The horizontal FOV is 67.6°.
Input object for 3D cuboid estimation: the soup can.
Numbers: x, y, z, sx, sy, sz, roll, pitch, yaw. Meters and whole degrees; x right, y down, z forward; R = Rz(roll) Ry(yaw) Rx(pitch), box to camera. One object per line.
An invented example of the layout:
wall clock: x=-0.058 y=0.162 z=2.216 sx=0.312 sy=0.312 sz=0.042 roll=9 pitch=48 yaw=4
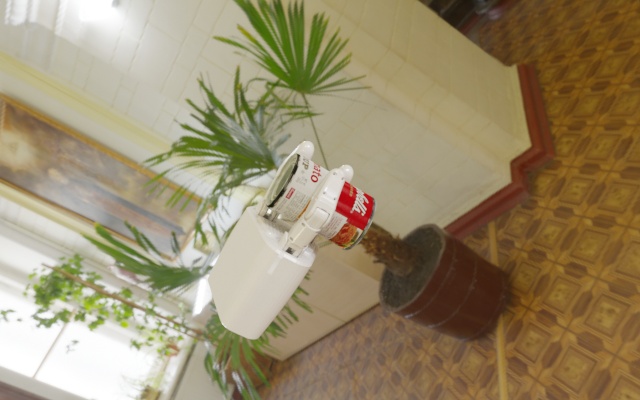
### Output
soup can: x=0.000 y=0.001 z=0.521 sx=0.102 sy=0.068 sz=0.068 roll=30 pitch=-9 yaw=-16
